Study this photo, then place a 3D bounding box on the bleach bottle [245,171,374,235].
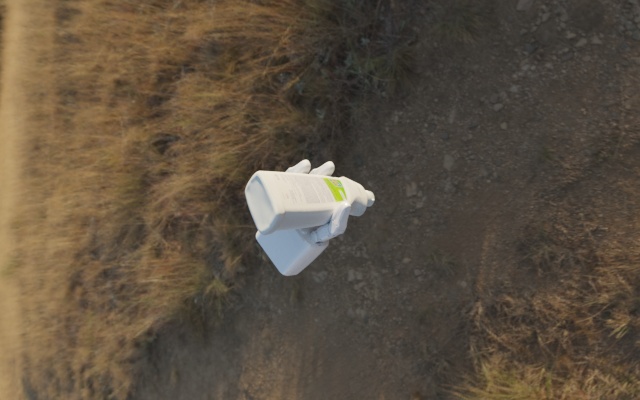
[{"bbox_3d":[0.000,0.003,0.821,0.251,0.102,0.068,0,-37,-40],"label":"bleach bottle"}]
